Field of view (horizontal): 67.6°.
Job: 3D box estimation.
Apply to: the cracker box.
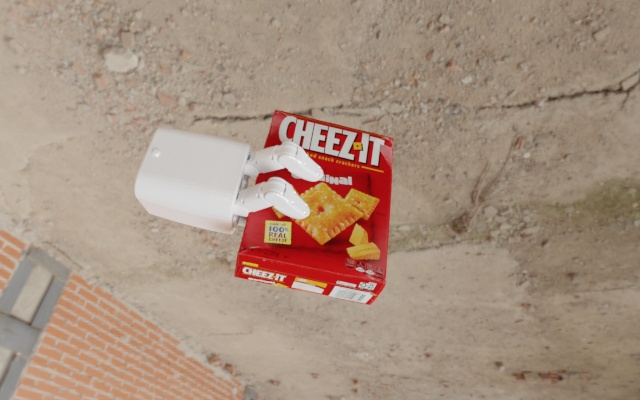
[{"bbox_3d":[0.000,0.002,0.578,0.164,0.213,0.072,13,-34,-6],"label":"cracker box"}]
